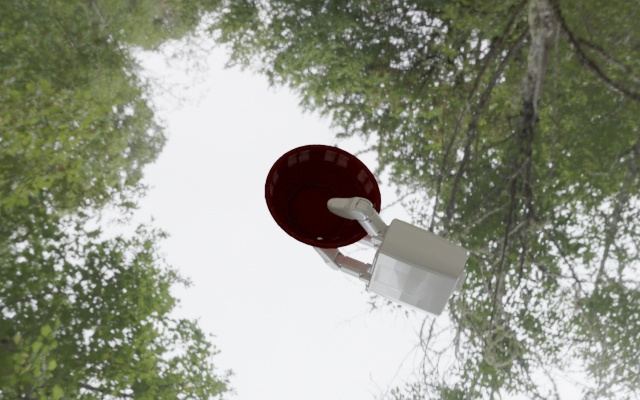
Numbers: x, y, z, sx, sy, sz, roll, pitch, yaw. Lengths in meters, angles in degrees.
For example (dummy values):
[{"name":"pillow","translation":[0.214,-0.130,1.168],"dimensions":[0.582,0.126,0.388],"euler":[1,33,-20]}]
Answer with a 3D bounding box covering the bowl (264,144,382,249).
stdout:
[{"name":"bowl","translation":[-0.001,0.002,0.664],"dimensions":[0.162,0.162,0.055],"euler":[0,-28,-13]}]
